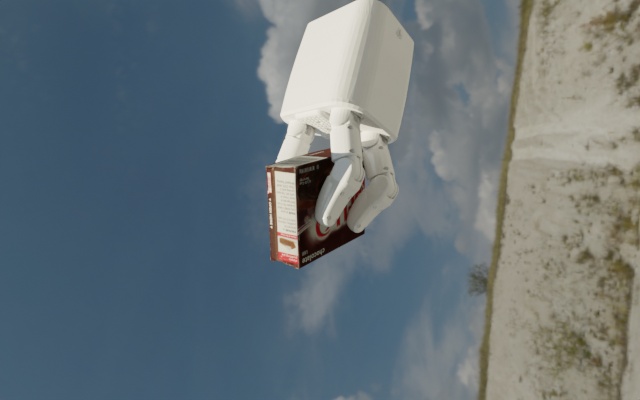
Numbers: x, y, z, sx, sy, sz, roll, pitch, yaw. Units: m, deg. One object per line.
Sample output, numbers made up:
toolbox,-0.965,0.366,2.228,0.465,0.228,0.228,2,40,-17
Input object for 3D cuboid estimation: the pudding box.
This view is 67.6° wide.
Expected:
pudding box,0.000,0.001,0.445,0.039,0.090,0.113,9,19,37
